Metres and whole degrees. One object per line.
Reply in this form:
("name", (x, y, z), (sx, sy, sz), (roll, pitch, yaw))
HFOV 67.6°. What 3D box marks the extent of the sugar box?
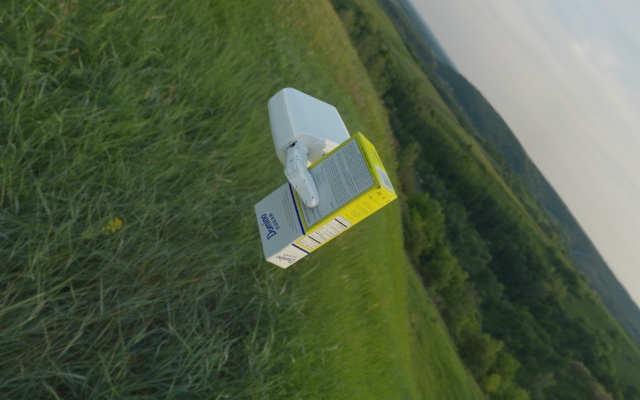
("sugar box", (0.000, 0.002, 0.602), (0.176, 0.093, 0.048), (-35, -41, 22))
